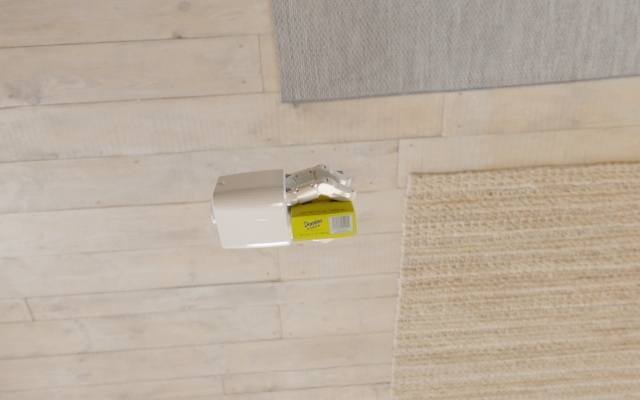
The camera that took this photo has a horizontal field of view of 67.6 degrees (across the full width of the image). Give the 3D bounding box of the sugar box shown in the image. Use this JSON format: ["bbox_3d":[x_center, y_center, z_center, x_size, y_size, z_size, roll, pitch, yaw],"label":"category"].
[{"bbox_3d":[0.000,0.002,0.748,0.093,0.048,0.176,-5,25,-2],"label":"sugar box"}]
